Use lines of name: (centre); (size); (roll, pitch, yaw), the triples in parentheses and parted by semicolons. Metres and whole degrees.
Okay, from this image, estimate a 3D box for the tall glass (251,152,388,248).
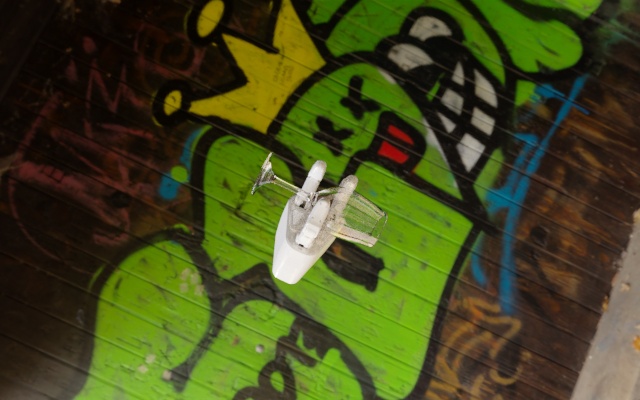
tall glass: (0.000, 0.002, 0.732); (0.201, 0.079, 0.079); (26, -1, -2)
